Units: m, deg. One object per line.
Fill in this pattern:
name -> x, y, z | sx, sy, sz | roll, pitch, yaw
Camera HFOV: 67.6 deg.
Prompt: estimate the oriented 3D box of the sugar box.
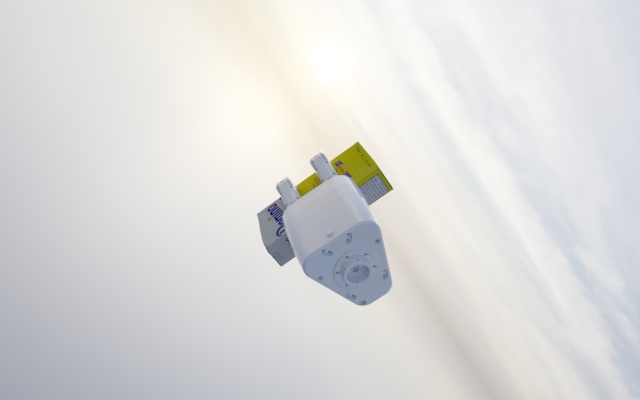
sugar box -> 0.000, 0.002, 0.632 | 0.176, 0.048, 0.093 | -34, 31, 4
